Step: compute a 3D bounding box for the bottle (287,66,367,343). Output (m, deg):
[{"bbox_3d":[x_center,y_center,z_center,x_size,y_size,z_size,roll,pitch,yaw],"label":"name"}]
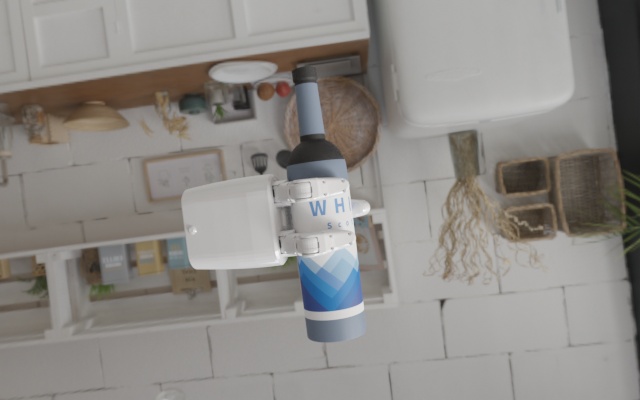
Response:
[{"bbox_3d":[0.000,0.002,0.529,0.069,0.295,0.069,-7,1,0],"label":"bottle"}]
